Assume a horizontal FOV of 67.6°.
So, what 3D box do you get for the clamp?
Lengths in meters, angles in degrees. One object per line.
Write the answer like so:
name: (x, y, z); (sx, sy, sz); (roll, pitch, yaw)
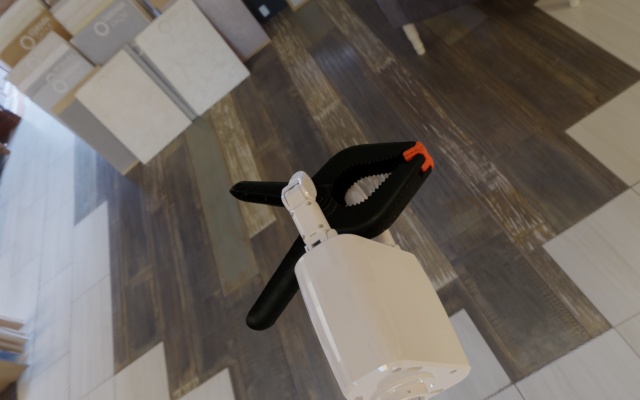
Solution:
clamp: (0.000, 0.001, 0.442); (0.210, 0.164, 0.036); (-34, -39, 13)
